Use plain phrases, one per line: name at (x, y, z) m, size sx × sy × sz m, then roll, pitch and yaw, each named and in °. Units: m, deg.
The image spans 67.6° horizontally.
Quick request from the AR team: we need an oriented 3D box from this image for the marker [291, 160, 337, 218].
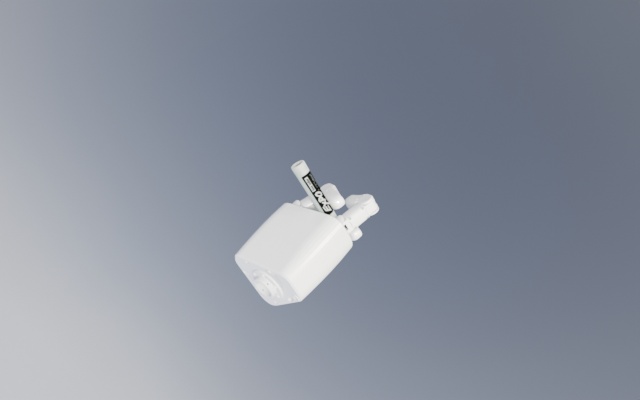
marker at (0.000, 0.002, 0.622) m, size 0.020 × 0.121 × 0.020 m, roll -27°, pitch 22°, yaw 12°
